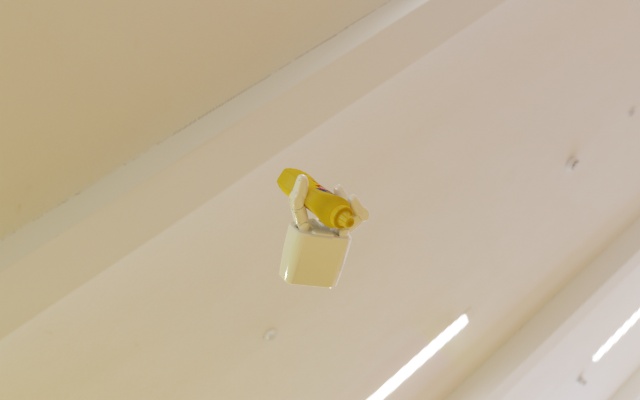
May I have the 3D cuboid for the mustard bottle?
[{"bbox_3d":[0.000,0.002,0.870,0.096,0.058,0.191,33,2,-39],"label":"mustard bottle"}]
